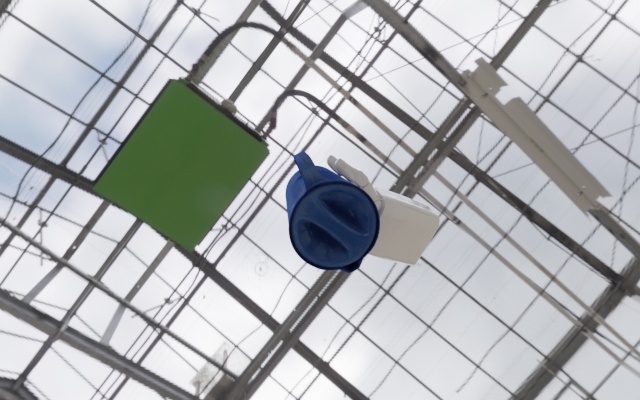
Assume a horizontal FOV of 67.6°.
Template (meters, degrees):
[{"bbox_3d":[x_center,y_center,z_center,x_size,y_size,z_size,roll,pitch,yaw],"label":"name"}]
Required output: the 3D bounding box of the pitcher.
[{"bbox_3d":[0.000,0.003,0.788,0.145,0.149,0.242,17,10,-13],"label":"pitcher"}]
